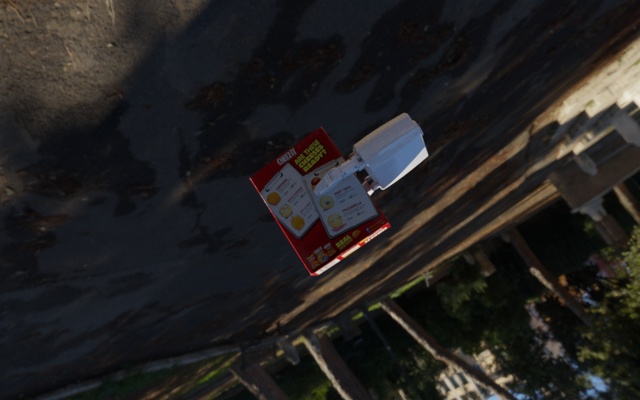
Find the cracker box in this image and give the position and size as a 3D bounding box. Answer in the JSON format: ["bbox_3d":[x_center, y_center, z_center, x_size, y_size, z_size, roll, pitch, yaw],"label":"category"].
[{"bbox_3d":[0.000,0.003,0.867,0.164,0.213,0.072,-35,-15,5],"label":"cracker box"}]
